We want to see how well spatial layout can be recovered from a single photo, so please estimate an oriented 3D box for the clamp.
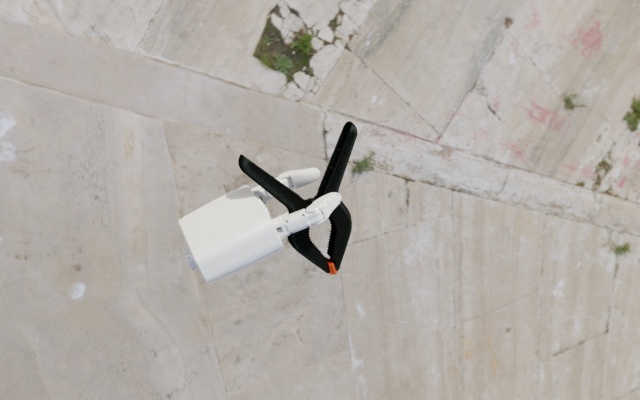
[{"bbox_3d":[0.000,0.003,0.655,0.164,0.210,0.036,-25,22,-11],"label":"clamp"}]
